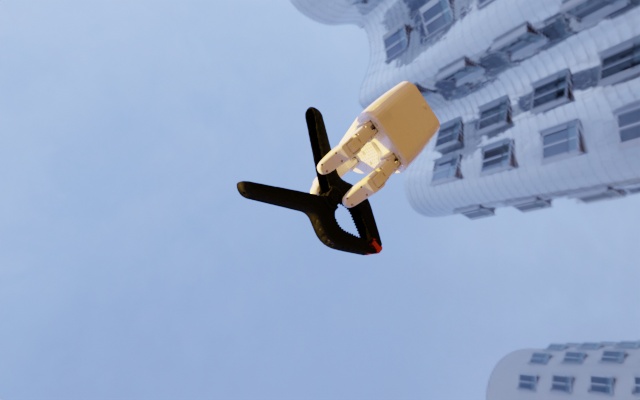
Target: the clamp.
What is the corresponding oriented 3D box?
[{"bbox_3d":[0.000,0.002,0.622,0.164,0.210,0.036,-44,14,-31],"label":"clamp"}]
